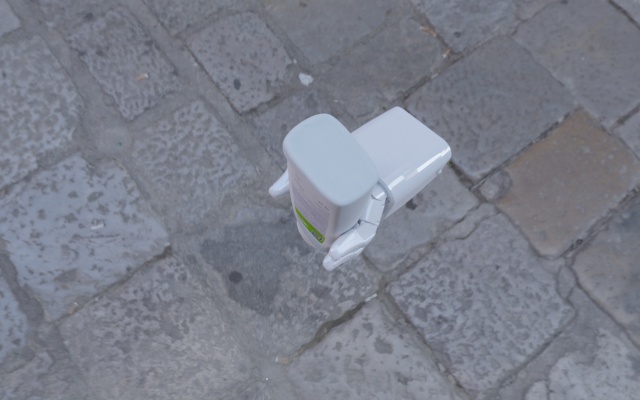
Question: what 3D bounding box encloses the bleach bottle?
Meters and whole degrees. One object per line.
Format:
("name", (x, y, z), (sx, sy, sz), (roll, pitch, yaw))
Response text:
("bleach bottle", (0.000, 0.002, 0.581), (0.068, 0.102, 0.251), (-36, -13, -17))
